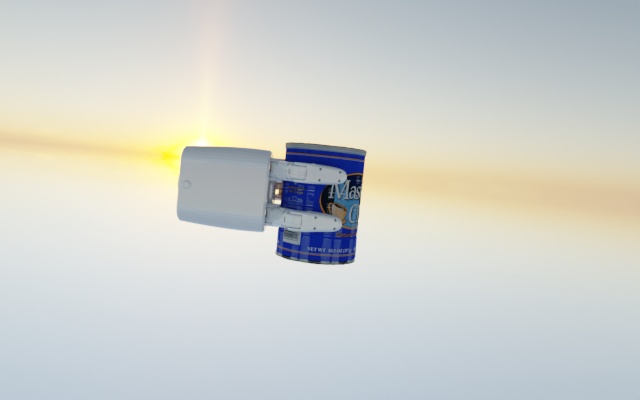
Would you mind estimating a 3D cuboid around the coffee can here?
[{"bbox_3d":[0.000,0.002,0.603,0.103,0.140,0.103,6,4,0],"label":"coffee can"}]
